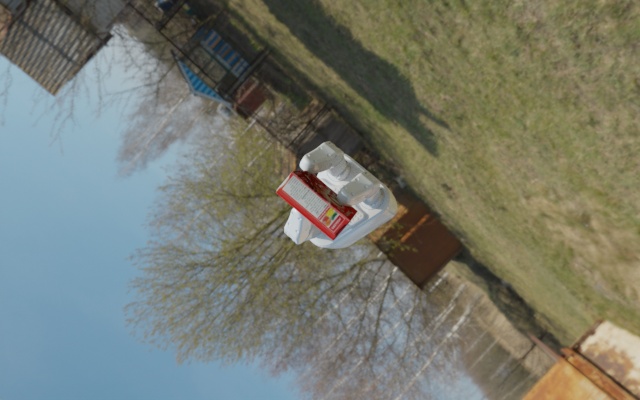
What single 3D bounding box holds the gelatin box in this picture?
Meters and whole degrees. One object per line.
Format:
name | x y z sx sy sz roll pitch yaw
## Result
gelatin box | 0.000 0.002 0.492 0.073 0.030 0.089 40 9 5
